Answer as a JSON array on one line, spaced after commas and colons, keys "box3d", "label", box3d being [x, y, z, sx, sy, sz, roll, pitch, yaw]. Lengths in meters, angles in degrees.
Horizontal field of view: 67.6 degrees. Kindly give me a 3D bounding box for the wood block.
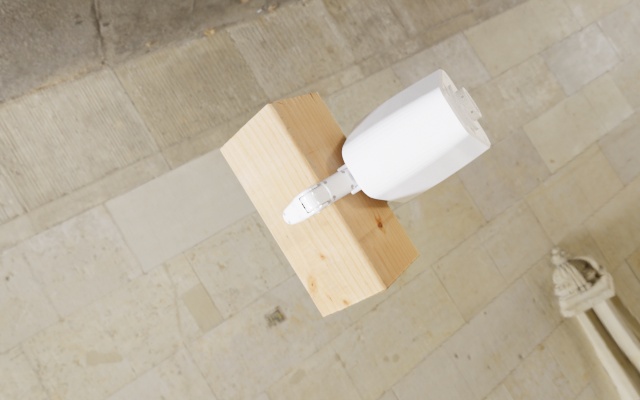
[{"box3d": [0.000, 0.002, 0.502, 0.090, 0.206, 0.091, -34, -3, 37], "label": "wood block"}]
